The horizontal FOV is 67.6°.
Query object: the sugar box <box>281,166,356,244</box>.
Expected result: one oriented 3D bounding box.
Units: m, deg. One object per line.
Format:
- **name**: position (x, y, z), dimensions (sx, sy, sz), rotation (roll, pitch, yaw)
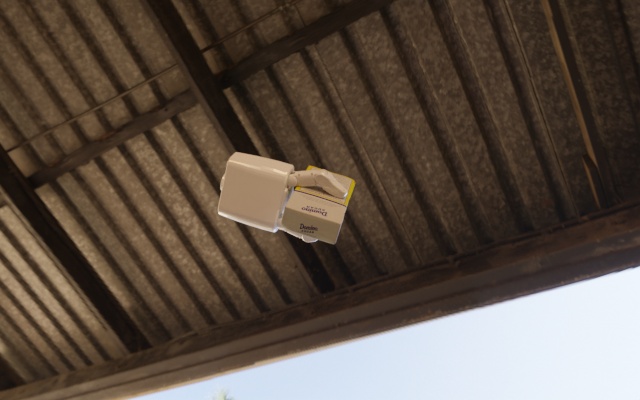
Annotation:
- **sugar box**: position (0.000, 0.003, 0.810), dimensions (0.093, 0.048, 0.176), rotation (18, 30, 4)
